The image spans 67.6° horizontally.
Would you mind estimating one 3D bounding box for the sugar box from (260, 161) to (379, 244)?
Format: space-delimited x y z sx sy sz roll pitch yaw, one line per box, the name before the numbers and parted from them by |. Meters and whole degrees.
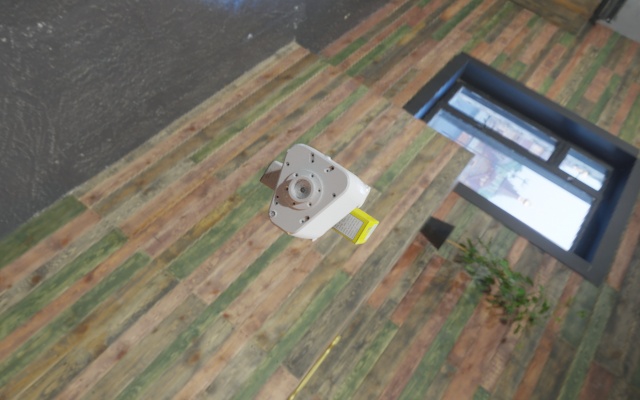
sugar box | 0.000 0.002 0.737 0.176 0.048 0.093 35 6 14
